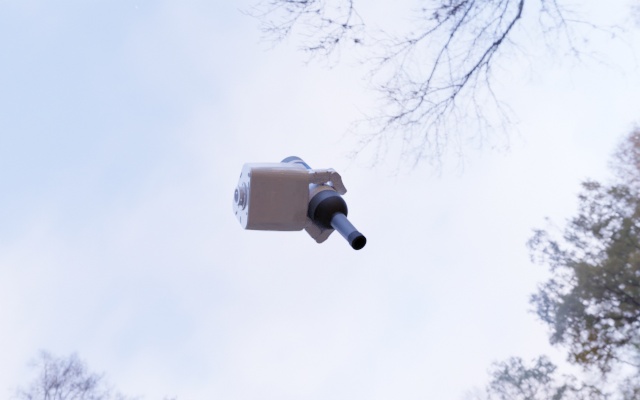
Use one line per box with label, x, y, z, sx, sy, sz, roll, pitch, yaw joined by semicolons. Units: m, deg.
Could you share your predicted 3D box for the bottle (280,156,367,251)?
bottle;0.000;0.003;0.855;0.069;0.069;0.295;0;25;-27
